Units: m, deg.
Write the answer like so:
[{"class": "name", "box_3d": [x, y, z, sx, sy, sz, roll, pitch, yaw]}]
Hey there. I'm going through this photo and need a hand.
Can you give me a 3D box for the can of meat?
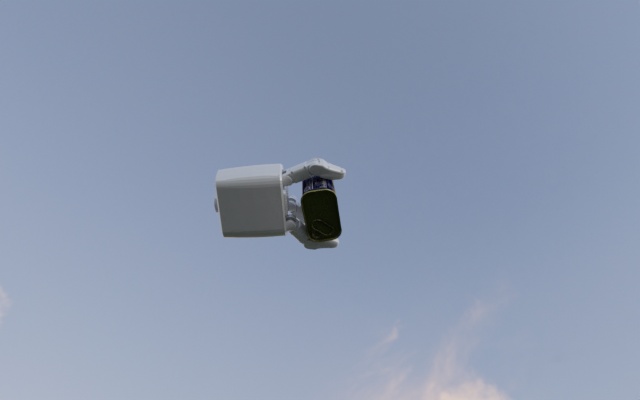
[{"class": "can of meat", "box_3d": [0.000, 0.002, 0.790, 0.057, 0.102, 0.084, -8, 35, 3]}]
